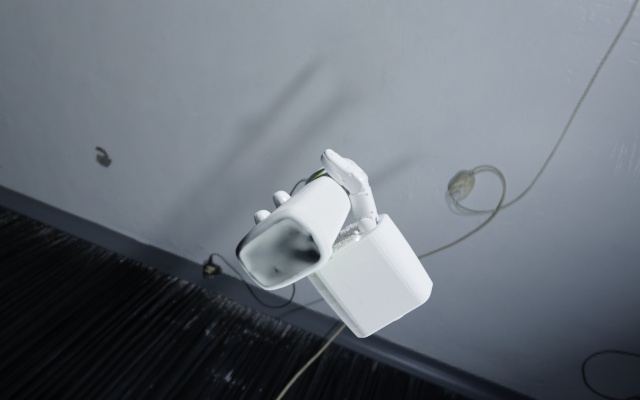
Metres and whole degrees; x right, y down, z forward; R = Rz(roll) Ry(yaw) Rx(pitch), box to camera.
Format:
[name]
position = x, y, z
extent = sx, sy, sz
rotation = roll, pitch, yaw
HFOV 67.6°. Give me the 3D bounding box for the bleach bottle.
[bleach bottle]
position = 0.000, 0.002, 0.562
extent = 0.102, 0.068, 0.250
rotation = -33, 9, 30
